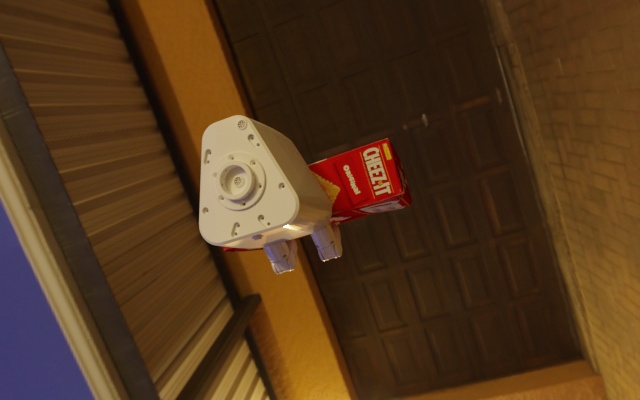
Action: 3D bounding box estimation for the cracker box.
[{"bbox_3d":[0.000,0.002,0.593,0.214,0.072,0.164,-17,-7,12],"label":"cracker box"}]
